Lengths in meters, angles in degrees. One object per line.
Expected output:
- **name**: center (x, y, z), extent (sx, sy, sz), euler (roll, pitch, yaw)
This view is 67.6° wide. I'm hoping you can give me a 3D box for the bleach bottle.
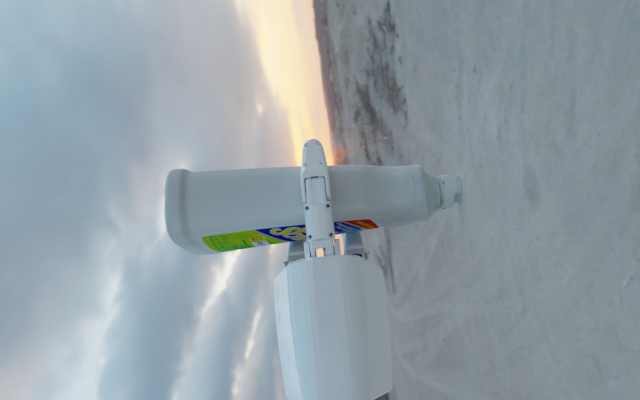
- **bleach bottle**: center (0.000, 0.001, 0.429), extent (0.251, 0.068, 0.103), euler (-6, -18, 2)
